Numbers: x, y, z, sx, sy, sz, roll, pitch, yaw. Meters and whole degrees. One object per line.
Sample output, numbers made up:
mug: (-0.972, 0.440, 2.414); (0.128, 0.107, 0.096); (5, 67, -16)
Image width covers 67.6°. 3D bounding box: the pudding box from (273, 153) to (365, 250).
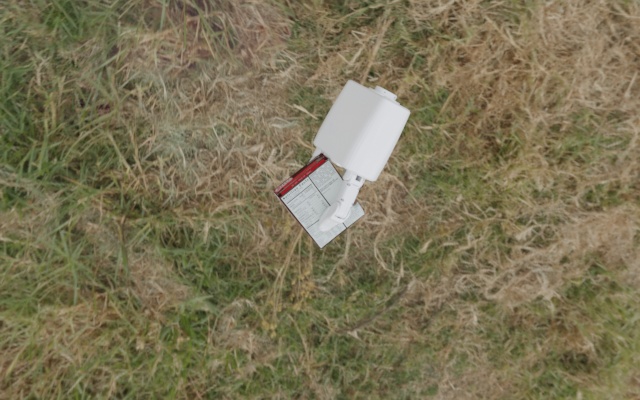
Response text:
pudding box: (0.000, 0.002, 0.690); (0.090, 0.113, 0.039); (-38, 27, -2)
